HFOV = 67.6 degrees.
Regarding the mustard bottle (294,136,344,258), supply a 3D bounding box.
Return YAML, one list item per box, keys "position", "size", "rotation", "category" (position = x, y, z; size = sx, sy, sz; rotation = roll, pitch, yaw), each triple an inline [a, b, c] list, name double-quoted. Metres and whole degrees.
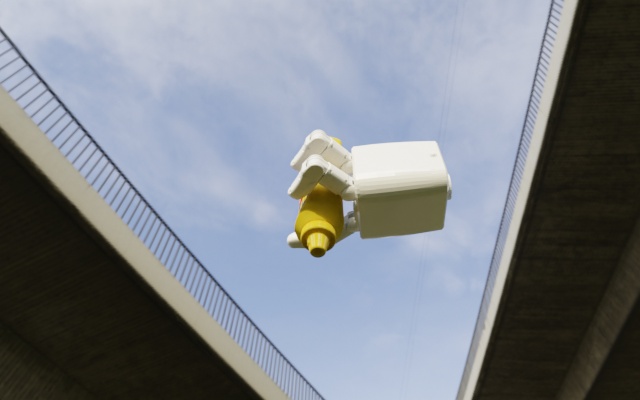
- position: [0.000, 0.002, 0.608]
  size: [0.058, 0.096, 0.191]
  rotation: [14, 35, -9]
  category: "mustard bottle"
